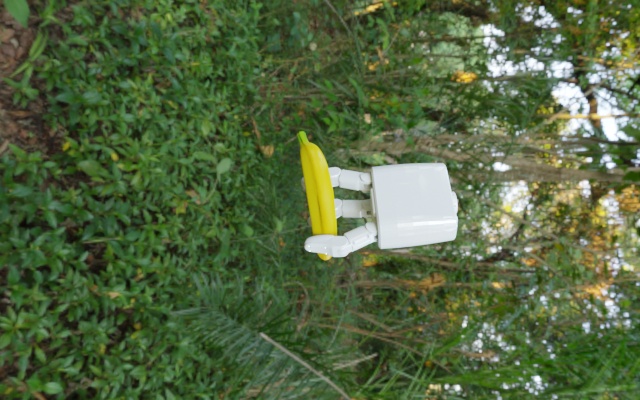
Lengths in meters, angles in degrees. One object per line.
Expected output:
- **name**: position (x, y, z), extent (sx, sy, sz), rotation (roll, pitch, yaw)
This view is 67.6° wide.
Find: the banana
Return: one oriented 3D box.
- **banana**: position (0.001, 0.005, 0.661), extent (0.037, 0.198, 0.069), rotation (-9, 20, -1)
